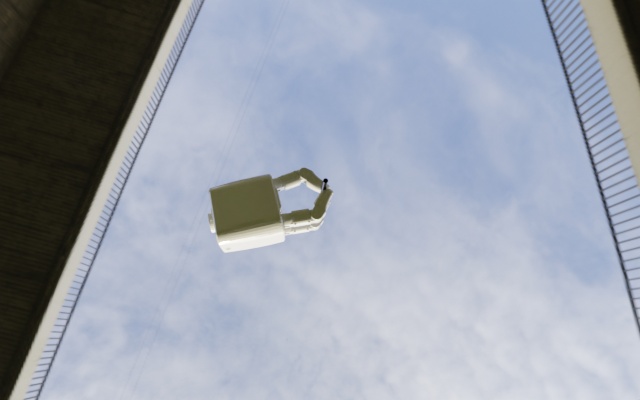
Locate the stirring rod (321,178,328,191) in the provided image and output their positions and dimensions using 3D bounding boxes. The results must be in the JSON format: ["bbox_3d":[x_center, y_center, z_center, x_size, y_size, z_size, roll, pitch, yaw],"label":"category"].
[{"bbox_3d":[0.000,0.003,0.855,0.011,0.011,0.239,0,-16,-4],"label":"stirring rod"}]
